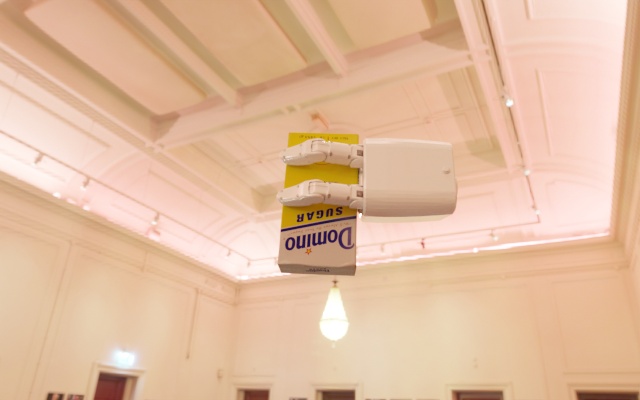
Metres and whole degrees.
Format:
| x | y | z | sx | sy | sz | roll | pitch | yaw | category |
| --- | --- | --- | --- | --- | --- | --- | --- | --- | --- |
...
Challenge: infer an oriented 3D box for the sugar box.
| x | y | z | sx | sy | sz | roll | pitch | yaw | category |
| --- | --- | --- | --- | --- | --- | --- | --- | --- | --- |
| 0.000 | 0.002 | 0.590 | 0.093 | 0.176 | 0.048 | 1 | -25 | 3 | sugar box |
